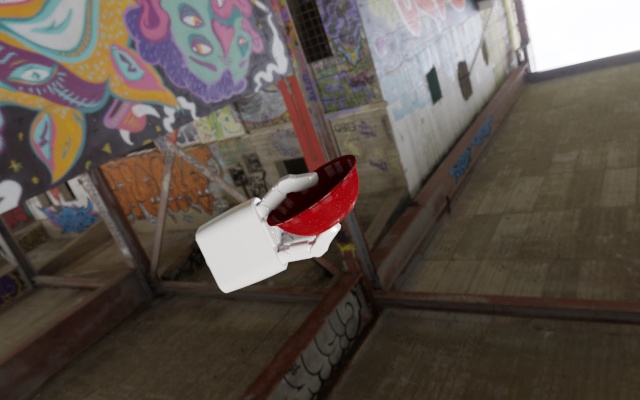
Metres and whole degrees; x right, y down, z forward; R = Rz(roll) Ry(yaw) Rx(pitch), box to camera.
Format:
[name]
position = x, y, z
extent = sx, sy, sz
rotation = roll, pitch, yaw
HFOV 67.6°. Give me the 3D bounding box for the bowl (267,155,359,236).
[bowl]
position = 0.001, 0.002, 0.703
extent = 0.162, 0.055, 0.162
rotation = -35, 16, 12
